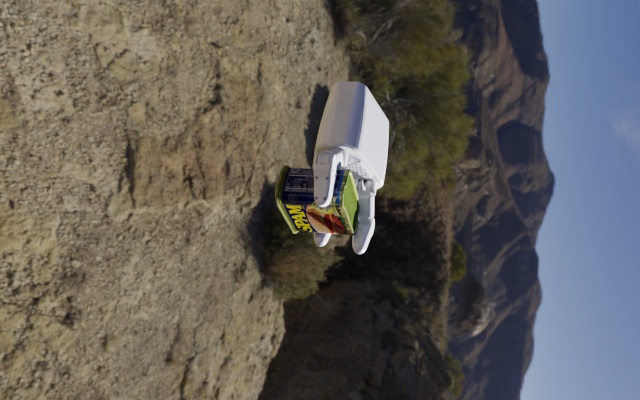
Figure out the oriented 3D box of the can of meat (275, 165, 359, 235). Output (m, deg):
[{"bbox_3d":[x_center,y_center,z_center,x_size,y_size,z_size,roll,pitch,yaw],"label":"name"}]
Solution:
[{"bbox_3d":[0.000,0.002,0.598,0.084,0.057,0.102,3,-31,16],"label":"can of meat"}]
